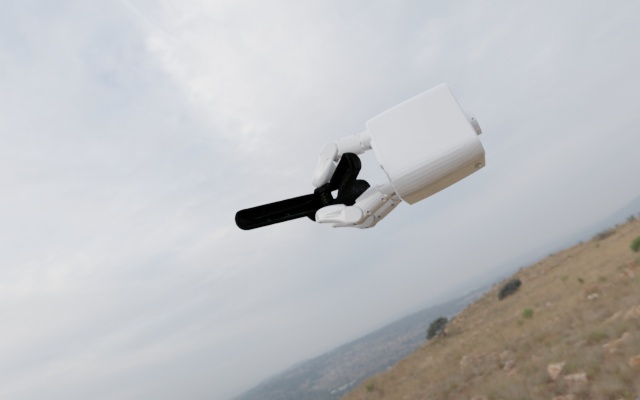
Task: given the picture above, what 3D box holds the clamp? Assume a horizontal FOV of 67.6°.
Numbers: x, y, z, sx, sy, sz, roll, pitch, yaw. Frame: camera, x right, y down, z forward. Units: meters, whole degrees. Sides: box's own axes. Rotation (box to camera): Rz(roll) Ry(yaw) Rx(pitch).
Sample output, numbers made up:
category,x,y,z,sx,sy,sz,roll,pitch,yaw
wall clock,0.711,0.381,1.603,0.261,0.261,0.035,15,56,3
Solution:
category,x,y,z,sx,sy,sz,roll,pitch,yaw
clamp,0.000,0.001,0.605,0.164,0.036,0.210,-24,-14,15
